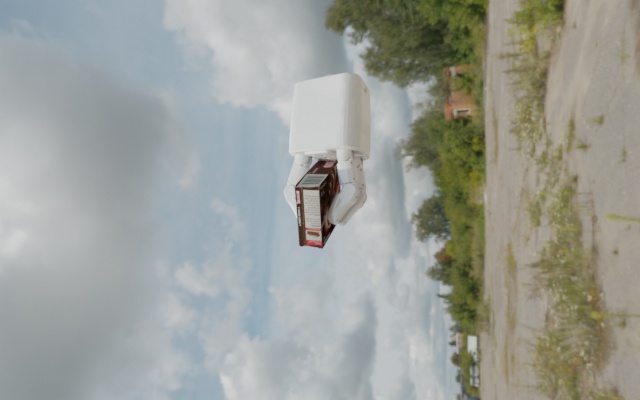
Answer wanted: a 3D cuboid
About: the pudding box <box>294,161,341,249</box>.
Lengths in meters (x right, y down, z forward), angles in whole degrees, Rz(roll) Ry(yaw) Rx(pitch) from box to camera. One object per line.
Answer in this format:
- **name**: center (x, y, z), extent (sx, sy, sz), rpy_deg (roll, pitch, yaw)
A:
- **pudding box**: center (0.000, 0.002, 0.668), extent (0.039, 0.090, 0.113), rpy_deg (3, 23, 18)
